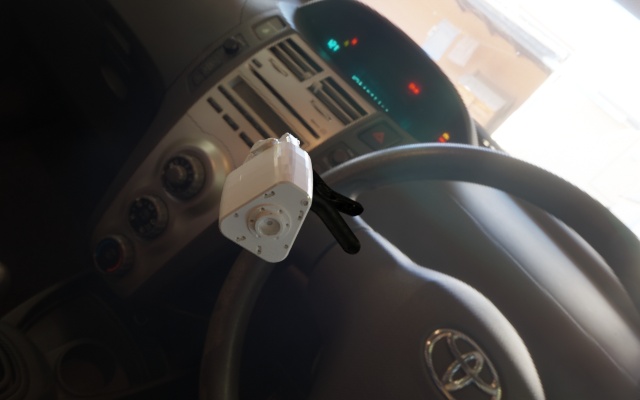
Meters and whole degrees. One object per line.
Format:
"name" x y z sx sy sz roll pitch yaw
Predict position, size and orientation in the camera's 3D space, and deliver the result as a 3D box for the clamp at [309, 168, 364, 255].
"clamp" 0.000 0.002 0.677 0.171 0.039 0.120 34 23 -21
